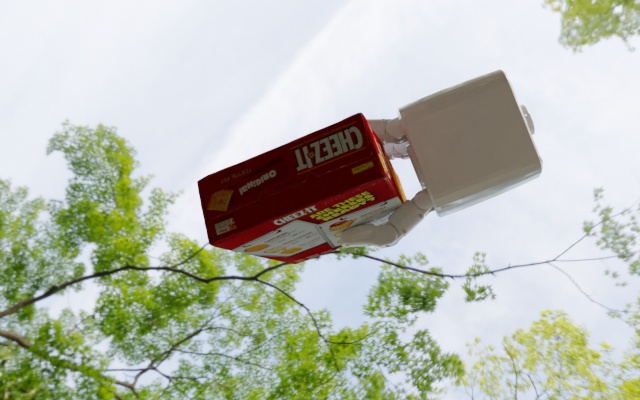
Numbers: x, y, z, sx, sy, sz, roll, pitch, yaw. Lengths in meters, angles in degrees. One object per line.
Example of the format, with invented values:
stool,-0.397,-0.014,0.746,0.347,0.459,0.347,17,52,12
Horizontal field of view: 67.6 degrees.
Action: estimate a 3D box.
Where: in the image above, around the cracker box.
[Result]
cracker box,0.000,0.002,0.498,0.164,0.072,0.214,-22,-17,12
